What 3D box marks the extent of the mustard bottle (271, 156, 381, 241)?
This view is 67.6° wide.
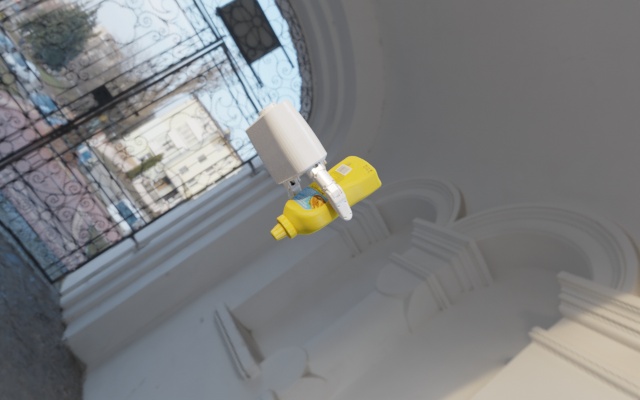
[{"bbox_3d":[0.000,0.003,0.785,0.191,0.058,0.096,-35,32,-13],"label":"mustard bottle"}]
